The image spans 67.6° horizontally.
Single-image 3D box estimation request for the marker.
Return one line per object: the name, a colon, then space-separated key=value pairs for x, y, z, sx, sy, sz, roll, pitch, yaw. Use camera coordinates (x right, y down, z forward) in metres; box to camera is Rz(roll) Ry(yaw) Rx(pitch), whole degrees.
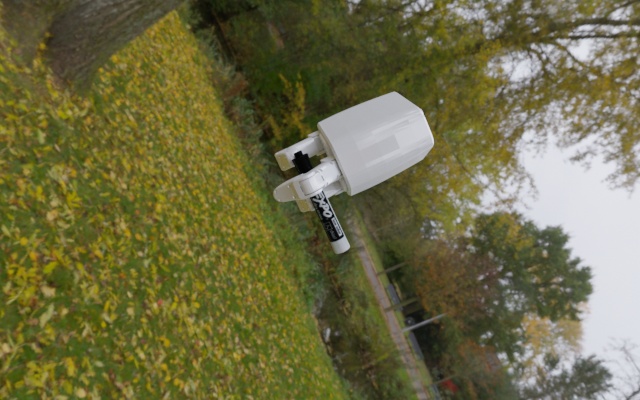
marker: x=0.000 y=0.002 z=0.523 sx=0.020 sy=0.121 sz=0.020 roll=-24 pitch=11 yaw=5
